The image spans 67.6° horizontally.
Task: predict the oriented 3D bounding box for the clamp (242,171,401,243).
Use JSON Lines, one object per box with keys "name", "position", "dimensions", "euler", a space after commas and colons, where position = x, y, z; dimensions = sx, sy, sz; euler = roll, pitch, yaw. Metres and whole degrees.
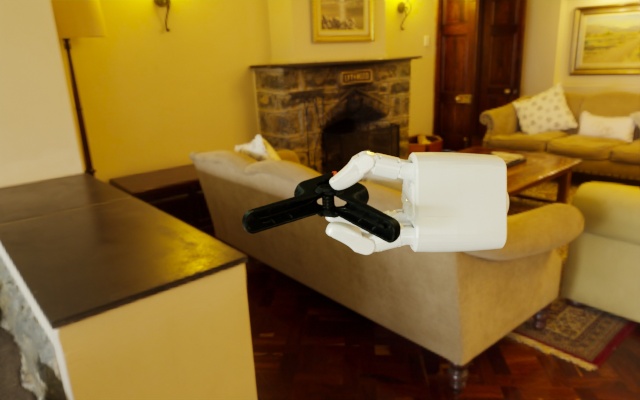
{"name": "clamp", "position": [0.000, 0.001, 0.576], "dimensions": [0.164, 0.036, 0.210], "euler": [2, 17, -1]}
